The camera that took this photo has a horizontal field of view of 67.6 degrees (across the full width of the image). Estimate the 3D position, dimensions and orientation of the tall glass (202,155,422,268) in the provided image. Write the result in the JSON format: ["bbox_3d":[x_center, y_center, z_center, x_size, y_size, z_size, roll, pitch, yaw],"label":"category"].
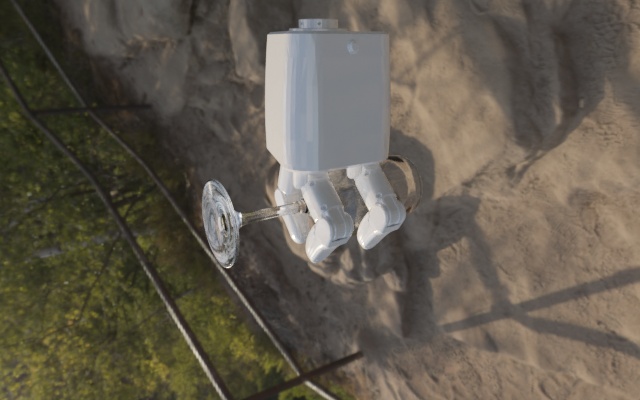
[{"bbox_3d":[-0.001,0.002,0.440,0.201,0.079,0.079,-12,6,-31],"label":"tall glass"}]
